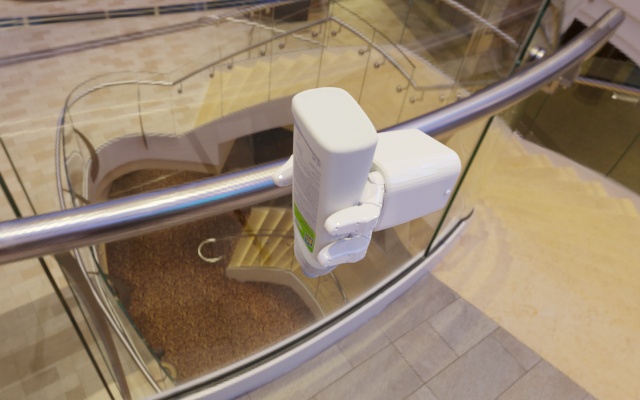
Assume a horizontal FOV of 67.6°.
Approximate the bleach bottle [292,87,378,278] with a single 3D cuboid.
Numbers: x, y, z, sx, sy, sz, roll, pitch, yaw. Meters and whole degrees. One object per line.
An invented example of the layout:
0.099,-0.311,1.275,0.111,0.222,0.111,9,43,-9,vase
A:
0.000,0.002,0.558,0.068,0.102,0.251,-14,-39,-21,bleach bottle
